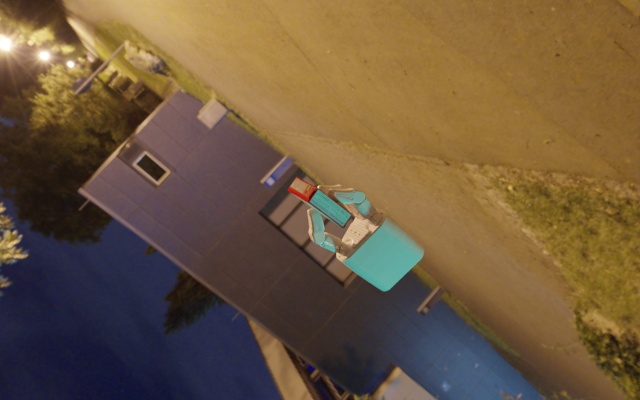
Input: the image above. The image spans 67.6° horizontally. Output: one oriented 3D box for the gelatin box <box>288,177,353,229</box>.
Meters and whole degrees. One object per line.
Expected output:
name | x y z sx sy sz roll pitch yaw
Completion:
gelatin box | 0.000 0.003 0.773 0.089 0.030 0.073 36 -3 -33
